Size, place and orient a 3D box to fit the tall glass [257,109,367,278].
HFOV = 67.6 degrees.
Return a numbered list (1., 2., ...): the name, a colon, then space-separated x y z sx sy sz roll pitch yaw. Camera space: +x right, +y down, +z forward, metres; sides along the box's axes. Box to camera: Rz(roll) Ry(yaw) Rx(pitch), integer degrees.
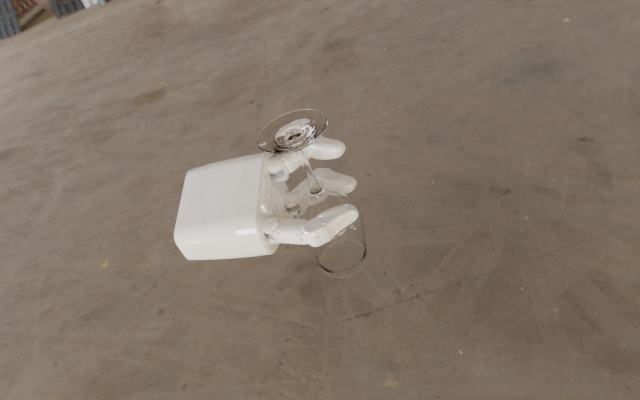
1. tall glass: 0.000 0.001 0.537 0.079 0.201 0.079 -13 40 11
